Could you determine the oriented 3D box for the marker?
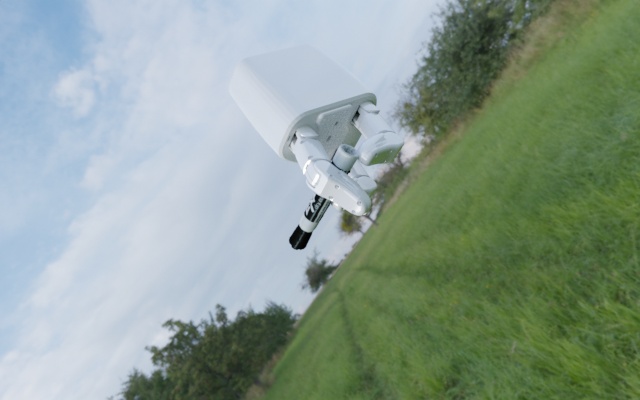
[{"bbox_3d":[0.000,0.001,0.440,0.020,0.121,0.020,20,34,-14],"label":"marker"}]
